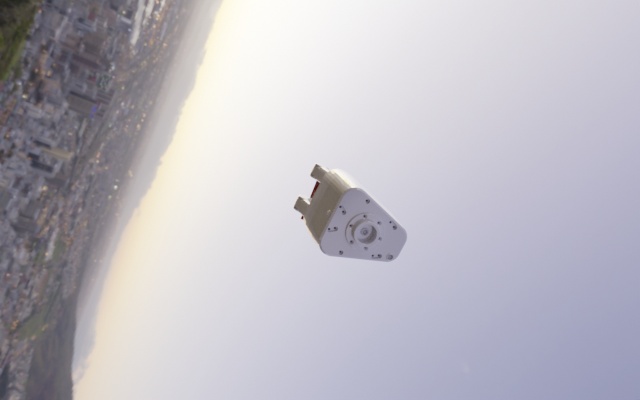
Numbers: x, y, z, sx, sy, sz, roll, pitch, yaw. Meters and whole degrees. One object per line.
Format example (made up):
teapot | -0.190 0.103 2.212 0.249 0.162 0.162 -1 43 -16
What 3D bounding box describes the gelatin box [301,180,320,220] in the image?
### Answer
gelatin box | 0.000 0.003 0.769 0.030 0.073 0.089 23 -4 -11
